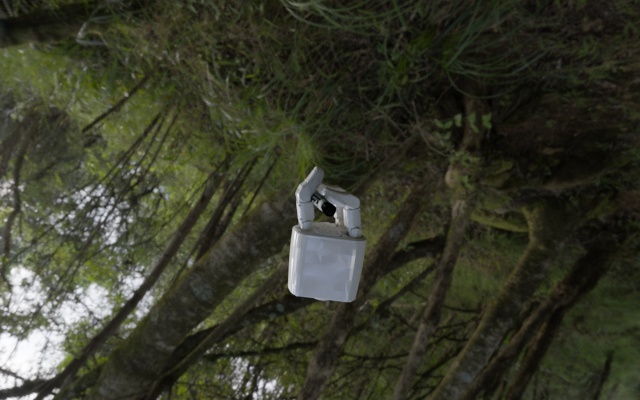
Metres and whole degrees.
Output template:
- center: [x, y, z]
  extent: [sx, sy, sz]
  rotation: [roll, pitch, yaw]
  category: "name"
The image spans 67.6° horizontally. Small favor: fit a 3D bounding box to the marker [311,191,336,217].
- center: [0.000, 0.002, 0.713]
  extent: [0.020, 0.020, 0.121]
  rotation: [0, 12, -15]
  category: "marker"
